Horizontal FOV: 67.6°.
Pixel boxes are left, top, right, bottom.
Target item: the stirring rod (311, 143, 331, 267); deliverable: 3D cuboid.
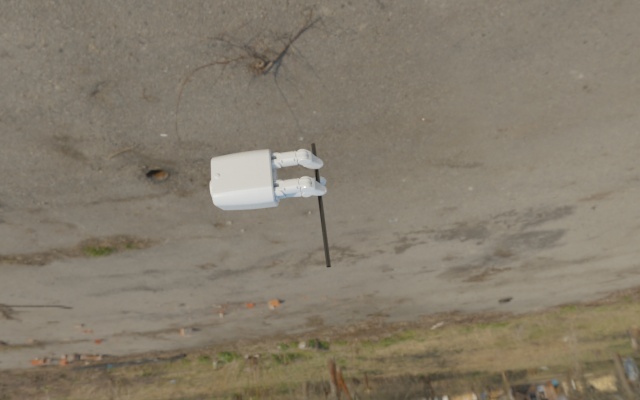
[{"bbox_3d":[0.000,0.003,0.854,0.011,0.239,0.011,-6,-24,-3],"label":"stirring rod"}]
